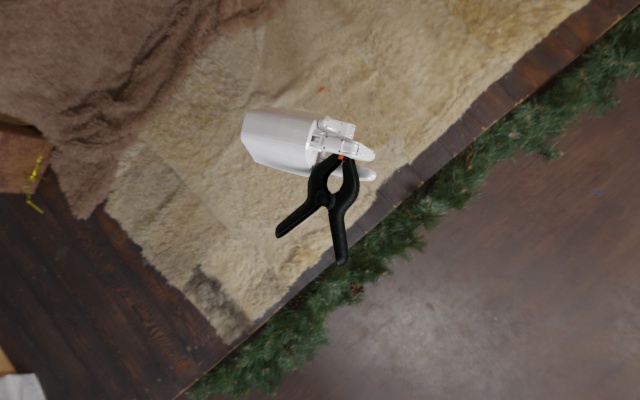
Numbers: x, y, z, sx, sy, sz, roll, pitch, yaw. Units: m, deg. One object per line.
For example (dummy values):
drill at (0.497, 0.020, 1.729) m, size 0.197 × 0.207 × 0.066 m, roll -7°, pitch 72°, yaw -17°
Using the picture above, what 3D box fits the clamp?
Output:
clamp at (0.000, 0.002, 0.708) m, size 0.120 × 0.171 × 0.039 m, roll 13°, pitch 0°, yaw 13°
